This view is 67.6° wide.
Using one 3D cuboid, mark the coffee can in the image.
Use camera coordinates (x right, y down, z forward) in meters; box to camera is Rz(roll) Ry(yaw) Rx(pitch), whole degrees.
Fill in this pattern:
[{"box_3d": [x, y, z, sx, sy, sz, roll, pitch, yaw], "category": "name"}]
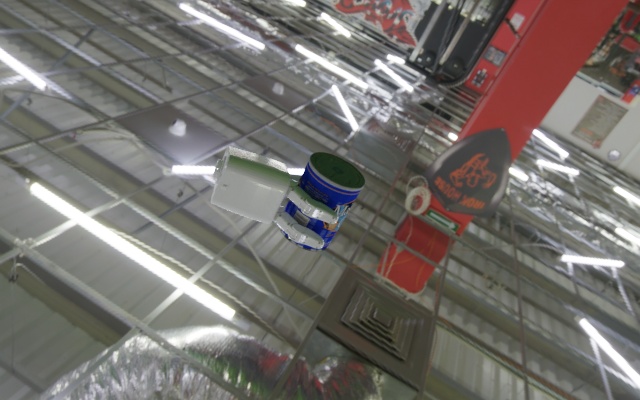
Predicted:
[{"box_3d": [0.000, 0.003, 0.825, 0.103, 0.140, 0.102, 22, 28, -12], "category": "coffee can"}]
